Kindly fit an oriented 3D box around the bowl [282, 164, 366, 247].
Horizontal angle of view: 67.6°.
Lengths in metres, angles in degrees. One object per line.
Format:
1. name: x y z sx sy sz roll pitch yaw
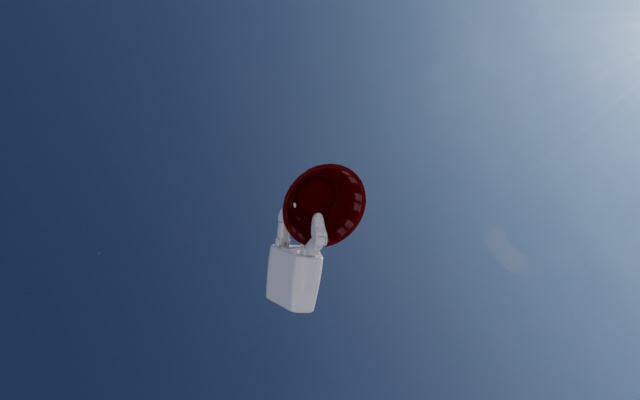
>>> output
1. bowl: 0.001 0.002 0.880 0.162 0.162 0.055 0 20 -22
